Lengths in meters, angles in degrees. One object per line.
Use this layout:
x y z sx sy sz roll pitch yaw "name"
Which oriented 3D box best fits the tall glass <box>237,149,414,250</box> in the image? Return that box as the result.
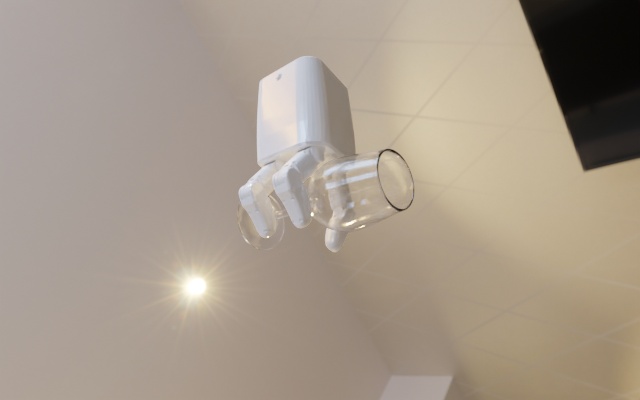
0.000 0.002 0.520 0.201 0.079 0.079 -16 -11 40 "tall glass"
